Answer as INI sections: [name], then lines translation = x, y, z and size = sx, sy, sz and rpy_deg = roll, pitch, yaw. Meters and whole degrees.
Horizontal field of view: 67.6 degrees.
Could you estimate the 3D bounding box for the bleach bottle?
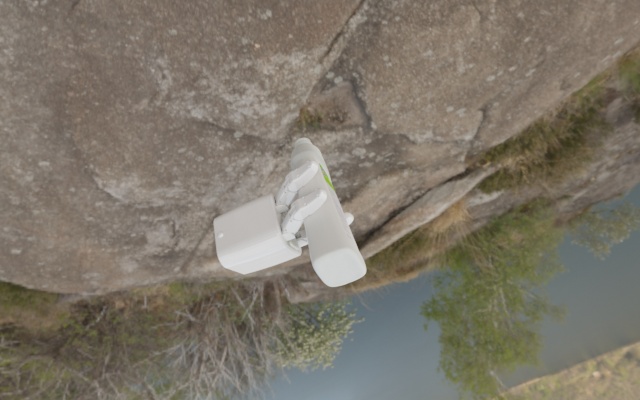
[bleach bottle]
translation = 0.000, 0.002, 0.751
size = 0.068, 0.250, 0.103
rpy_deg = -22, -38, 7
